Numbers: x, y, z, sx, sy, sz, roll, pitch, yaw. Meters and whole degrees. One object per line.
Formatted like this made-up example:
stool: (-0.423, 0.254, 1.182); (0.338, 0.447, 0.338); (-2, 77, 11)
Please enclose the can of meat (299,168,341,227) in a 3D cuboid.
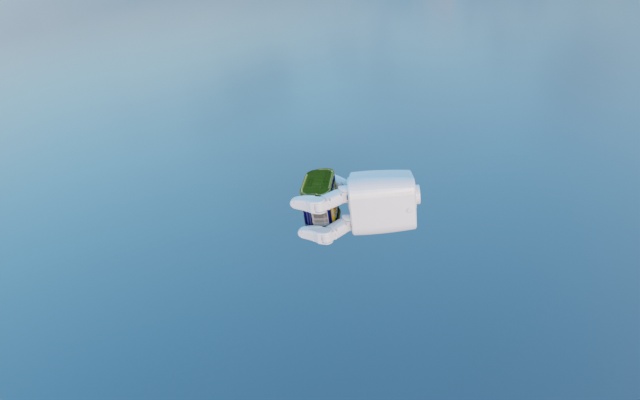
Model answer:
can of meat: (0.000, 0.002, 0.817); (0.057, 0.084, 0.102); (-3, 29, 9)
